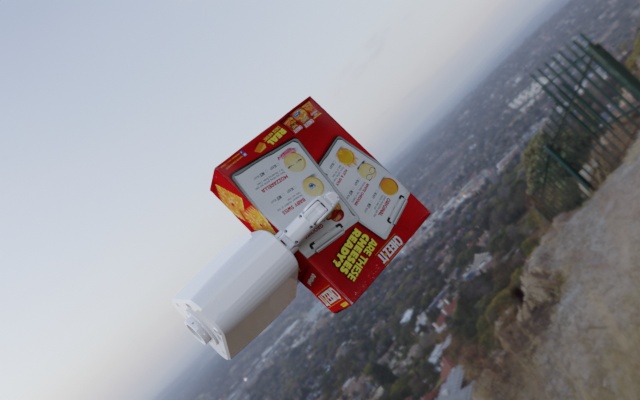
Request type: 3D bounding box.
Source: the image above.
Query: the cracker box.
[{"bbox_3d":[0.000,0.002,0.580,0.164,0.213,0.072,-43,-4,-29],"label":"cracker box"}]
